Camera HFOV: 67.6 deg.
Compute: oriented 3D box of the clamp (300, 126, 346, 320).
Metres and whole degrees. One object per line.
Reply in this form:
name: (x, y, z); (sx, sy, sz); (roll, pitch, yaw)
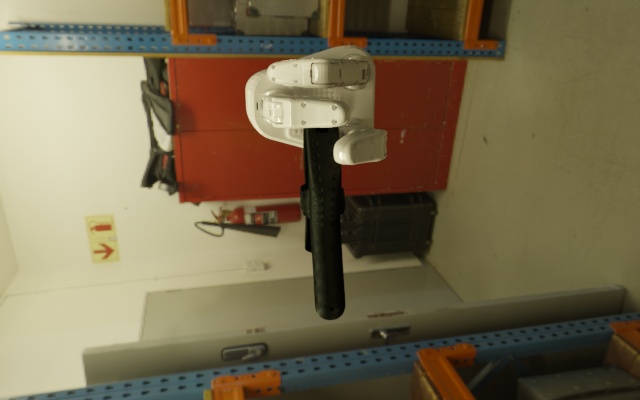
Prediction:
clamp: (-0.001, 0.001, 0.413); (0.039, 0.171, 0.120); (-3, 16, -12)
